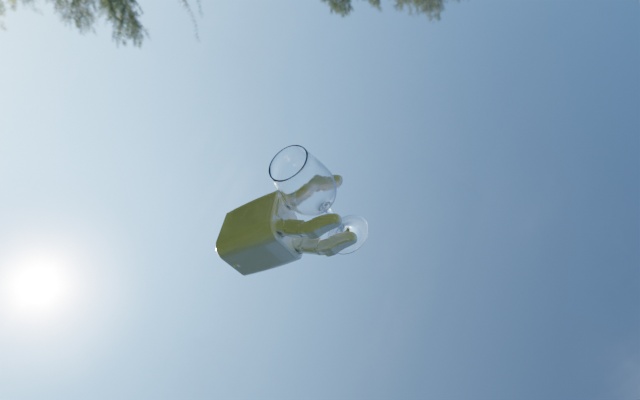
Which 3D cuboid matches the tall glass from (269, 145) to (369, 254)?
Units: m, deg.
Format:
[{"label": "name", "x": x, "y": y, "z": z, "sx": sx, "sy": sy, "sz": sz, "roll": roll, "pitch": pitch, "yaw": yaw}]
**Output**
[{"label": "tall glass", "x": 0.001, "y": 0.003, "z": 0.718, "sx": 0.079, "sy": 0.079, "sz": 0.201, "roll": 0, "pitch": -33, "yaw": 32}]
